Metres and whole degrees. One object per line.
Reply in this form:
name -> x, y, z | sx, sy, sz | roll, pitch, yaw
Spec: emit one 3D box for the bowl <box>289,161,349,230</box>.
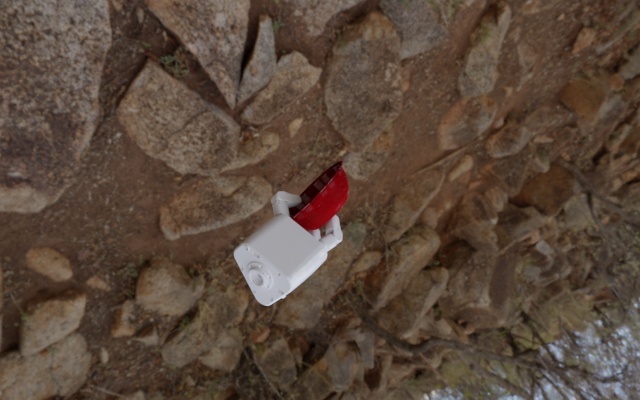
bowl -> 0.001, 0.002, 0.876 | 0.055, 0.162, 0.162 | 44, -9, -10
